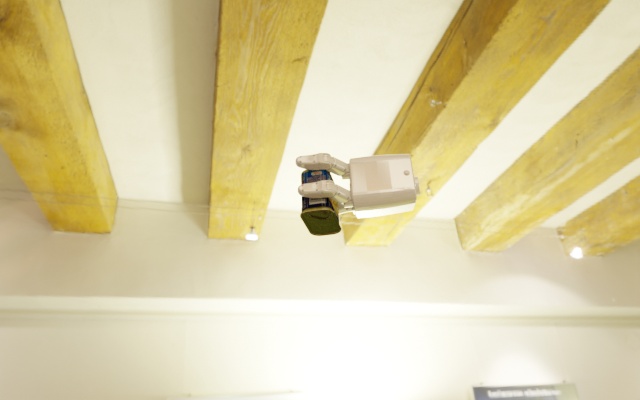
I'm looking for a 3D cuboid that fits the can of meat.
[{"bbox_3d":[0.000,0.002,0.828,0.057,0.084,0.102,-8,-29,11],"label":"can of meat"}]
